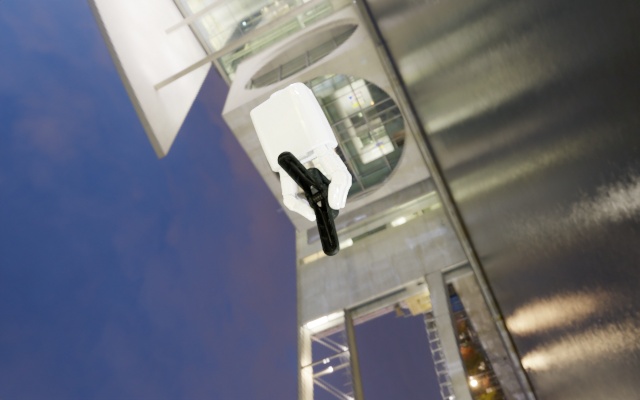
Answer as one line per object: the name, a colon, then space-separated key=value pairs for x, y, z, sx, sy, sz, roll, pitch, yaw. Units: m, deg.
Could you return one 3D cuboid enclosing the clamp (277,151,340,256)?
clamp: x=-0.001 y=0.003 z=0.766 sx=0.036 sy=0.164 sz=0.210 roll=-25 pitch=-4 yaw=11
